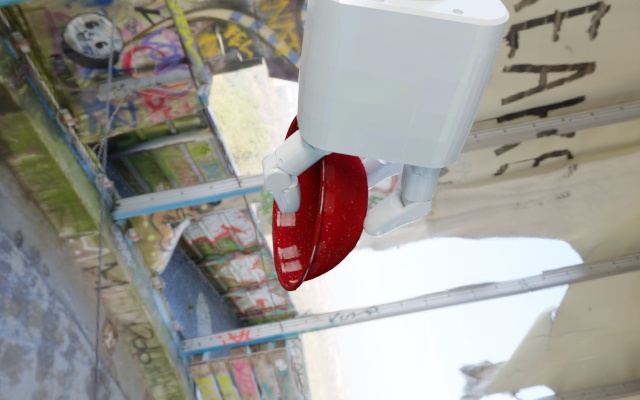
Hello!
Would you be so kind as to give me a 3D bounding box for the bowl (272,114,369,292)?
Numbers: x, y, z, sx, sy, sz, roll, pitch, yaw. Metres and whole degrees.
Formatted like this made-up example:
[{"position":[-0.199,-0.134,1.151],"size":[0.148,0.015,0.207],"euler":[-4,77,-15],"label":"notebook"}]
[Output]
[{"position":[0.000,0.002,0.432],"size":[0.055,0.162,0.162],"euler":[6,-2,-18],"label":"bowl"}]
